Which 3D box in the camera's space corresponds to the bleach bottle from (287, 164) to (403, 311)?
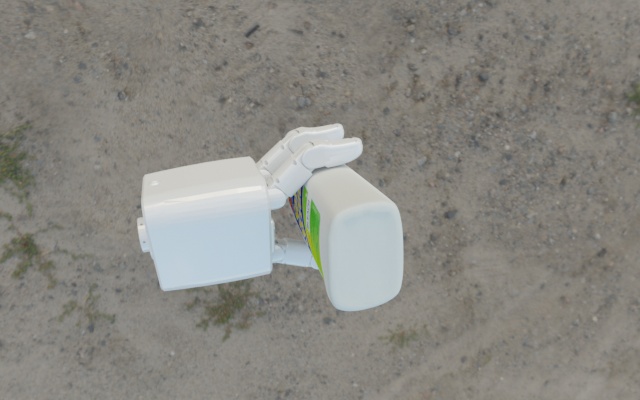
[{"bbox_3d":[0.000,0.002,0.492,0.068,0.103,0.250,-10,24,-15],"label":"bleach bottle"}]
